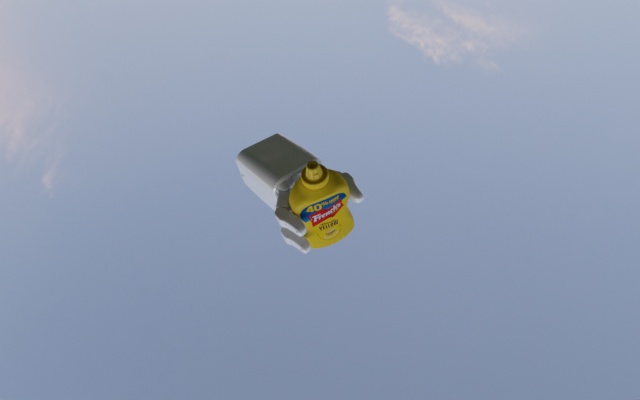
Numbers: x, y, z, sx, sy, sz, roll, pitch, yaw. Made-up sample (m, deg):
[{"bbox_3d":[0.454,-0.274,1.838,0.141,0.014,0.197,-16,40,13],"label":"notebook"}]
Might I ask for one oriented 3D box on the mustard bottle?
[{"bbox_3d":[0.000,0.003,0.761,0.096,0.058,0.192,-22,-35,-6],"label":"mustard bottle"}]
